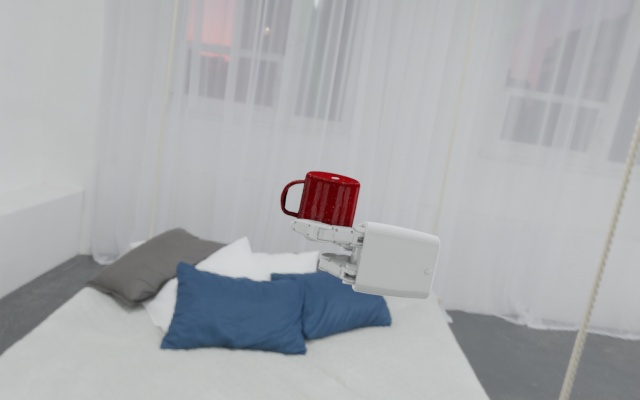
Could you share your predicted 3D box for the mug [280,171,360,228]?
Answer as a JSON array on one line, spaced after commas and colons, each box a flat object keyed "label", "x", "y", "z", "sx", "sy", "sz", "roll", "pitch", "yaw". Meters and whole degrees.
[{"label": "mug", "x": -0.001, "y": 0.002, "z": 0.696, "sx": 0.117, "sy": 0.081, "sz": 0.093, "roll": 10, "pitch": 11, "yaw": -4}]
